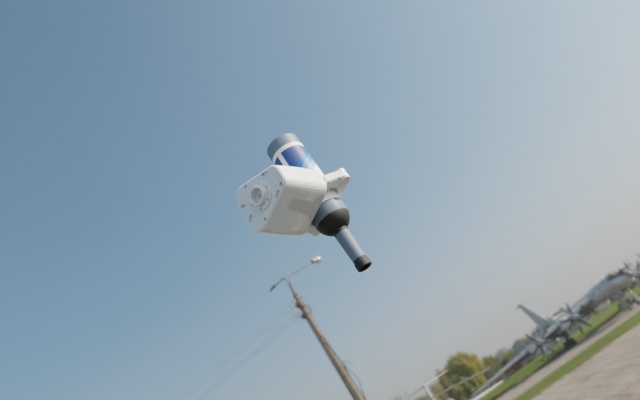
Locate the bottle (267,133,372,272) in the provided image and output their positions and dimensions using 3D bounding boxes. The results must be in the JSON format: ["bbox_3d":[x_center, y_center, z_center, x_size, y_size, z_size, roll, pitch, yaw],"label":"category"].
[{"bbox_3d":[0.000,0.003,0.858,0.069,0.295,0.069,-27,-27,-15],"label":"bottle"}]
